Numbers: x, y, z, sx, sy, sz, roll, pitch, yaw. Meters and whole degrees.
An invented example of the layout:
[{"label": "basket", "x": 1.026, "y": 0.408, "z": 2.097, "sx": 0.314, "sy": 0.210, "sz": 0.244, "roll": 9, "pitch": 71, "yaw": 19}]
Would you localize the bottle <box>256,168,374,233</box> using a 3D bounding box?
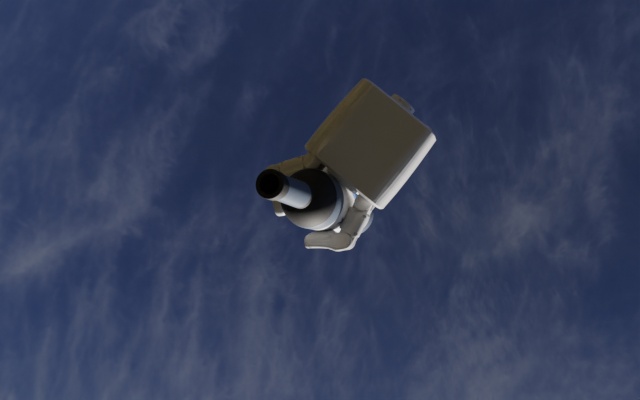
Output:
[{"label": "bottle", "x": 0.000, "y": 0.002, "z": 0.560, "sx": 0.069, "sy": 0.069, "sz": 0.296, "roll": 0, "pitch": -6, "yaw": 18}]
